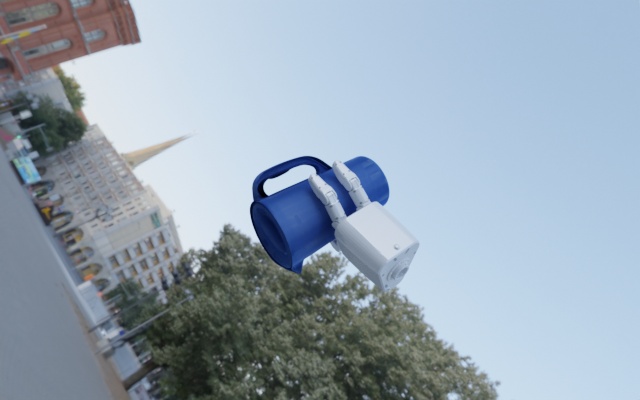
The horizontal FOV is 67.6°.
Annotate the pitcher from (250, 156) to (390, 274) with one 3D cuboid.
[{"bbox_3d":[0.000,0.003,0.860,0.243,0.149,0.145,-29,54,-26],"label":"pitcher"}]
